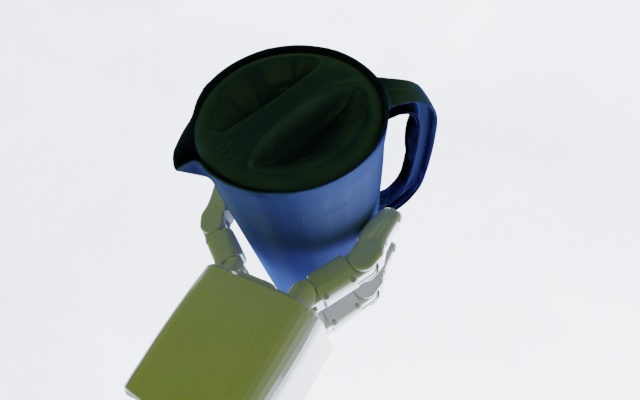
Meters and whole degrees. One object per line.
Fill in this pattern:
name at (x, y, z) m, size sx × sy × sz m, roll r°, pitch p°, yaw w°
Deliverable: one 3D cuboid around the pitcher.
pitcher at (0.000, 0.001, 0.408) m, size 0.149 × 0.145 × 0.243 m, roll 22°, pitch -28°, yaw 20°
